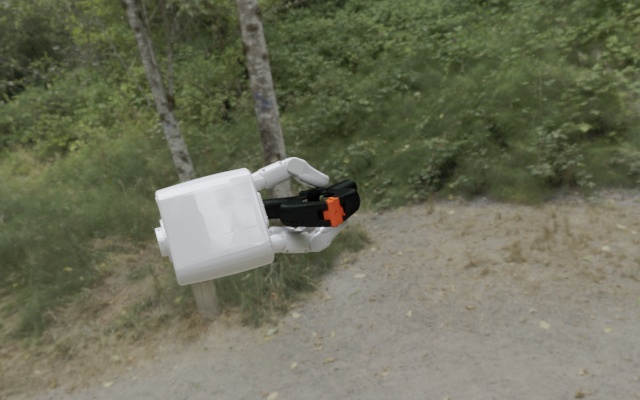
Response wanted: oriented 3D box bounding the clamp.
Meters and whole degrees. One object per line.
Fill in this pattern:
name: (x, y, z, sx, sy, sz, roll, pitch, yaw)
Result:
clamp: (0.000, 0.001, 0.580, 0.164, 0.036, 0.210, -15, 8, -19)
